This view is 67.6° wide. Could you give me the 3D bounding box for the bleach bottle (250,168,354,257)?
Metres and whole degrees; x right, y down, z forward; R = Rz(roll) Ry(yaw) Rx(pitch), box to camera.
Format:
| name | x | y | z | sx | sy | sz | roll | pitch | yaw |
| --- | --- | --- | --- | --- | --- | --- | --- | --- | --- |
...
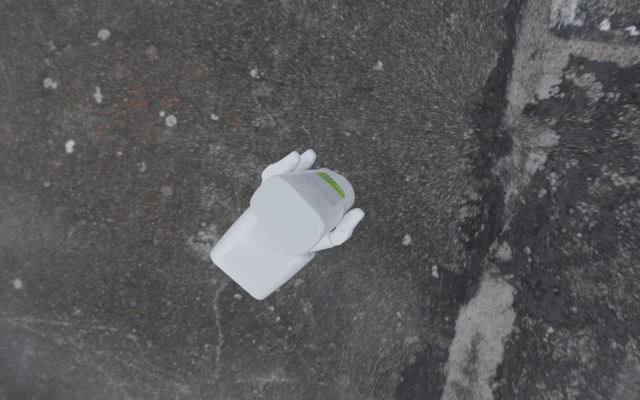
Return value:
| name | x | y | z | sx | sy | sz | roll | pitch | yaw |
| --- | --- | --- | --- | --- | --- | --- | --- | --- | --- |
| bleach bottle | 0.000 | 0.002 | 0.680 | 0.068 | 0.102 | 0.251 | -45 | -9 | 20 |
